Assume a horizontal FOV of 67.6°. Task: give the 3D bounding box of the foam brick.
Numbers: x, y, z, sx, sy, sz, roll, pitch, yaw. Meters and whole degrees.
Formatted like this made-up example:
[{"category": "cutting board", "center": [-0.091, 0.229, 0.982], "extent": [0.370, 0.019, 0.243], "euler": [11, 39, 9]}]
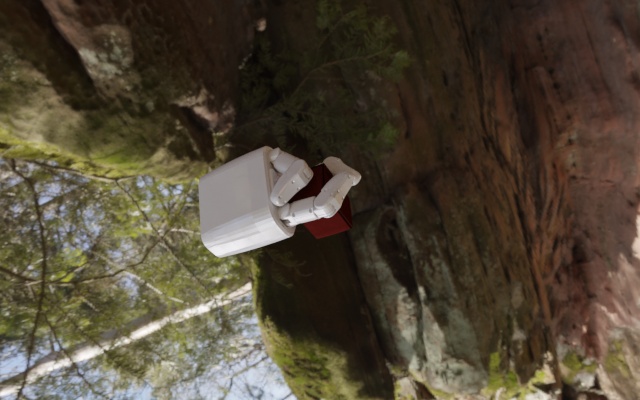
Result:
[{"category": "foam brick", "center": [0.000, 0.002, 0.600], "extent": [0.051, 0.053, 0.078], "euler": [-21, -45, 19]}]
